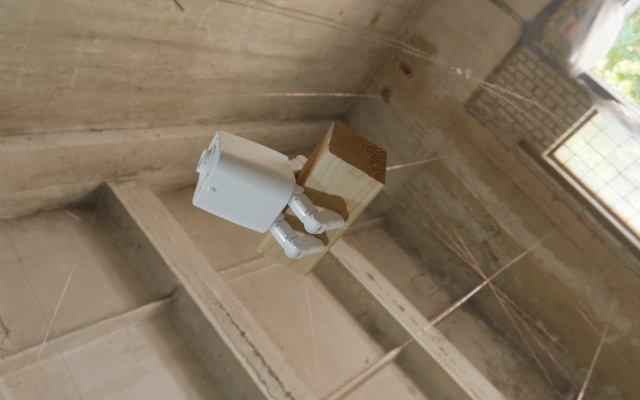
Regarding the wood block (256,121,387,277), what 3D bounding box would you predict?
[{"bbox_3d":[0.000,0.002,0.689,0.090,0.206,0.090,29,35,-12],"label":"wood block"}]
